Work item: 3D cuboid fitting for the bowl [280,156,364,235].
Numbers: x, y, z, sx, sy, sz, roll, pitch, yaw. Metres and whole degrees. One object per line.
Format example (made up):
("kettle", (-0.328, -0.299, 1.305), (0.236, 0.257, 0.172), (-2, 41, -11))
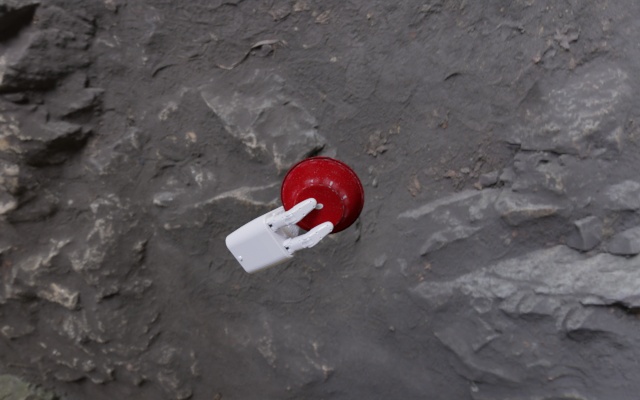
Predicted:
("bowl", (0.001, 0.002, 0.886), (0.162, 0.162, 0.055), (0, 23, 7))
